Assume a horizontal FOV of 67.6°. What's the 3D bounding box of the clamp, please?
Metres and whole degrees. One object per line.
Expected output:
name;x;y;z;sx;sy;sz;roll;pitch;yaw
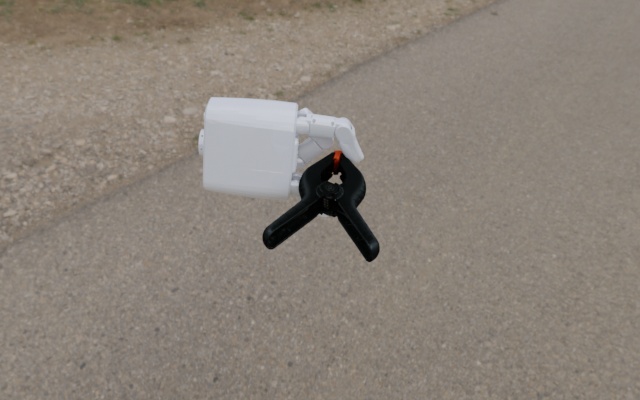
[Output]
clamp;0.000;0.001;0.540;0.120;0.039;0.171;6;38;-5
